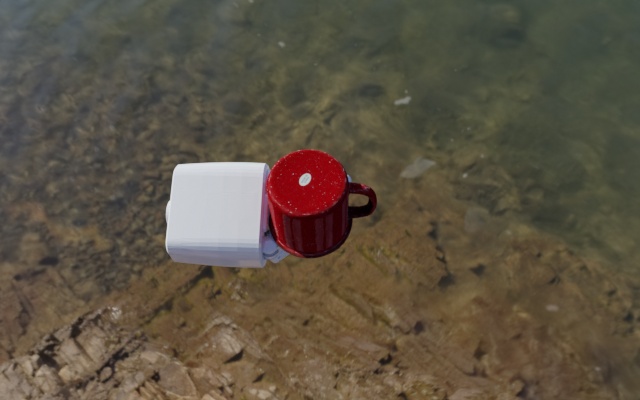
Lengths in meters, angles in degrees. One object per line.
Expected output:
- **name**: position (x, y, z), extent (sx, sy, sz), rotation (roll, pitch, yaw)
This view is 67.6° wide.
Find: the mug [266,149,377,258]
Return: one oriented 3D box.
- **mug**: position (0.002, 0.002, 0.495), extent (0.117, 0.093, 0.081), rotation (1, -31, 2)
